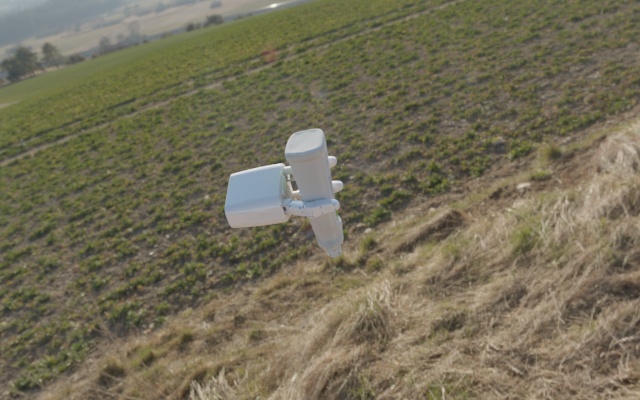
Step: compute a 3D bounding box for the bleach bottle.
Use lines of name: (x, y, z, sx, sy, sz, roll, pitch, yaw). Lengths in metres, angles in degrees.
bleach bottle: (0.000, 0.003, 0.871, 0.068, 0.251, 0.102, -9, 30, 9)
